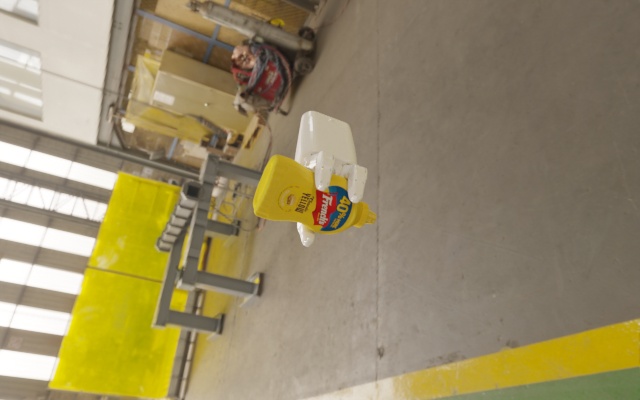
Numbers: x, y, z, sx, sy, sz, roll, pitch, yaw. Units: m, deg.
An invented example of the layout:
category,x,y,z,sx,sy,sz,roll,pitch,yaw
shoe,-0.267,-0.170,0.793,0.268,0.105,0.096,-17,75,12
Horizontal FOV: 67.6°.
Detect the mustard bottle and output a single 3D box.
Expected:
category,x,y,z,sx,sy,sz,roll,pitch,yaw
mustard bottle,0.000,0.003,0.736,0.191,0.096,0.058,17,21,-20
